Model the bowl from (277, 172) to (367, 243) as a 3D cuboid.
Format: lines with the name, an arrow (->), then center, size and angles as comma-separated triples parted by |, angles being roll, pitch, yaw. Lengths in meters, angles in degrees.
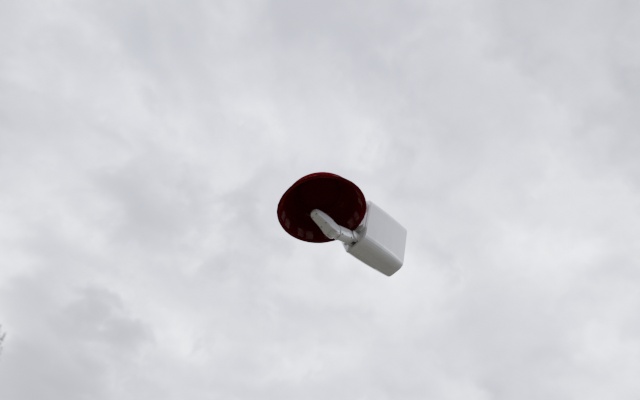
bowl -> -0.001, 0.002, 0.870 | 0.162, 0.162, 0.055 | 0, 40, -8
